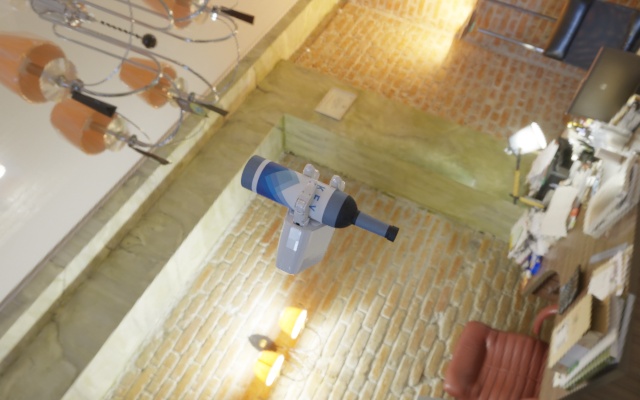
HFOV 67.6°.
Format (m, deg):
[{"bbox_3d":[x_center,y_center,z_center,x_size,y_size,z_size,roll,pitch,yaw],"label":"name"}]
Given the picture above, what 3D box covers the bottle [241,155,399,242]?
[{"bbox_3d":[0.000,0.003,0.859,0.295,0.069,0.069,24,5,12],"label":"bottle"}]
